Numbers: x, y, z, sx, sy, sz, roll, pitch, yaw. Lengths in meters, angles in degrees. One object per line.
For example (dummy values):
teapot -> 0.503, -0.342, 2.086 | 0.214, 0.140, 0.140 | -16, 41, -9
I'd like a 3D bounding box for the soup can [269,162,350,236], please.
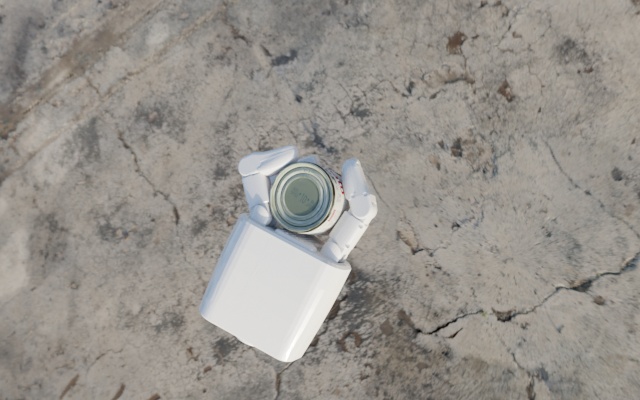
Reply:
soup can -> 0.000, 0.001, 0.481 | 0.068, 0.068, 0.102 | 0, -6, 22
